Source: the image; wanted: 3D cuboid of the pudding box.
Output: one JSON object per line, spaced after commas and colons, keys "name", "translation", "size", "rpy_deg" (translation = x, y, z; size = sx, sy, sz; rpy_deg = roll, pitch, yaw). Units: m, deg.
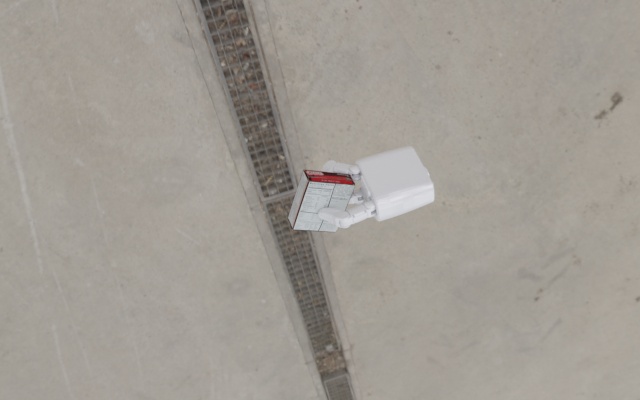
{"name": "pudding box", "translation": [0.000, 0.003, 0.840], "size": [0.090, 0.113, 0.039], "rpy_deg": [5, 34, -22]}
